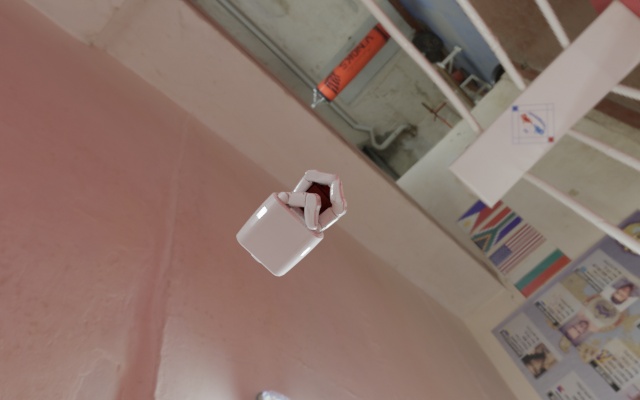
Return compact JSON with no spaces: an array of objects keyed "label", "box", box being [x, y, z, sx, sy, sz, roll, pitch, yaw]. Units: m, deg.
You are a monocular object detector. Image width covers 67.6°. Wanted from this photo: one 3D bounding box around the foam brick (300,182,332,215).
[{"label":"foam brick","box":[0.000,0.003,0.865,0.053,0.051,0.078,46,12,12]}]
